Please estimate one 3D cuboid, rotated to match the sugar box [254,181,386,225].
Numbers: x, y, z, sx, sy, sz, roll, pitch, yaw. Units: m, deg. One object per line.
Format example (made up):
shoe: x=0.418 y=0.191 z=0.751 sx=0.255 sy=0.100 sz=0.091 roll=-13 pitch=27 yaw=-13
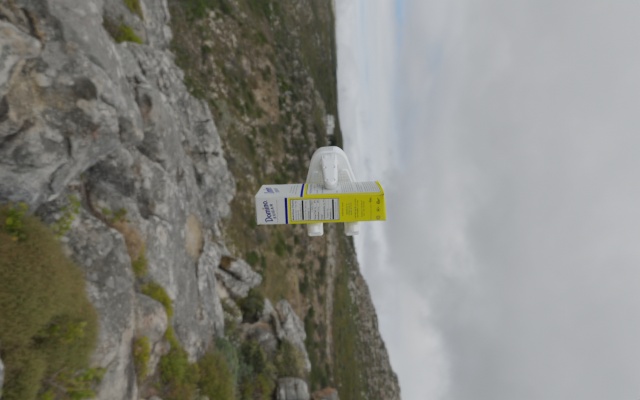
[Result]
sugar box: x=0.000 y=0.003 z=0.678 sx=0.176 sy=0.048 sz=0.093 roll=-4 pitch=12 yaw=2
